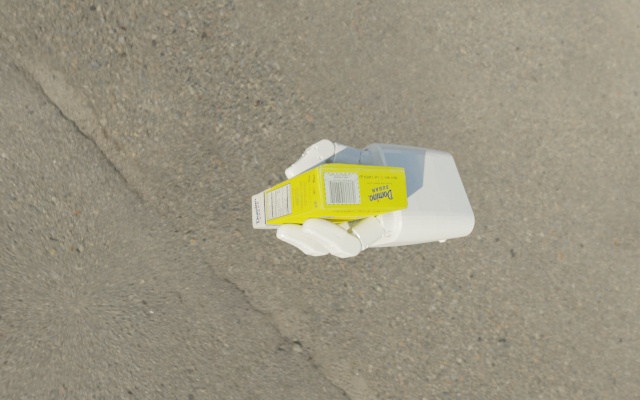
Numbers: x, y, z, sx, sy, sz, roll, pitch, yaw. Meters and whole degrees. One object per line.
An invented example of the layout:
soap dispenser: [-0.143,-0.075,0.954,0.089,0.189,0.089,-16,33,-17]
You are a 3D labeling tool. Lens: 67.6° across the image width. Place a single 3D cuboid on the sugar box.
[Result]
sugar box: [0.000,0.002,0.498,0.093,0.048,0.176,1,-11,-27]
